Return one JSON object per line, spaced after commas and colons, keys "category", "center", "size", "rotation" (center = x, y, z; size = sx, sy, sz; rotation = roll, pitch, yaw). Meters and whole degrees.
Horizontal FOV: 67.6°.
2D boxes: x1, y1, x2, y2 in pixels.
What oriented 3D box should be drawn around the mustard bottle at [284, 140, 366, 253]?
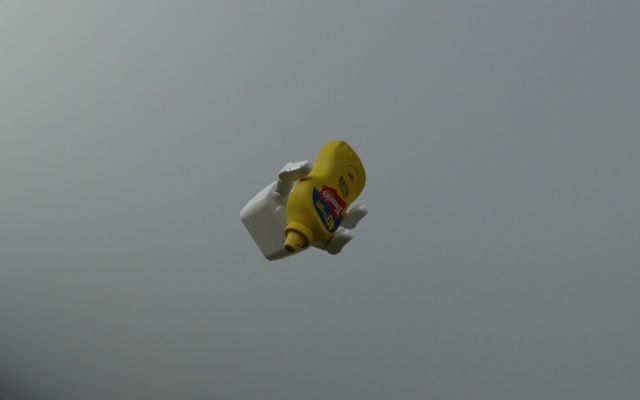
{"category": "mustard bottle", "center": [0.000, 0.002, 0.706], "size": [0.058, 0.096, 0.191], "rotation": [0, 42, 37]}
